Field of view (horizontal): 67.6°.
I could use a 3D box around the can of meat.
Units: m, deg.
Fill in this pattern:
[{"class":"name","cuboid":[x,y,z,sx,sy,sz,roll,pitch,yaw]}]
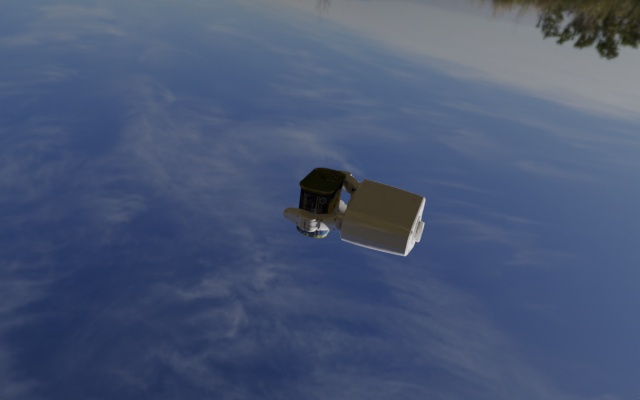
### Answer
[{"class":"can of meat","cuboid":[0.000,0.003,0.785,0.057,0.084,0.102,14,25,14]}]
